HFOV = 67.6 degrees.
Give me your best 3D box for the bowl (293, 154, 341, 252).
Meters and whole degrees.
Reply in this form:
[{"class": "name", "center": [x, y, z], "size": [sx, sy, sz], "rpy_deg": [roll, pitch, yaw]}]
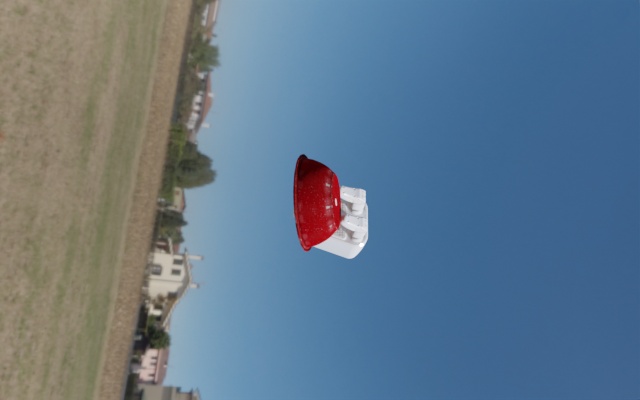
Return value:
[{"class": "bowl", "center": [0.000, 0.002, 0.785], "size": [0.055, 0.162, 0.162], "rpy_deg": [-3, -1, 11]}]
